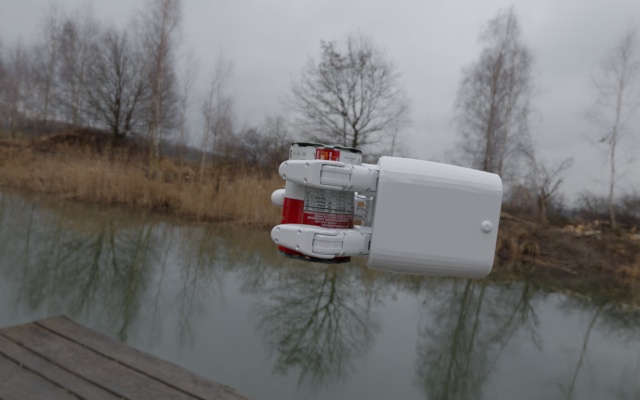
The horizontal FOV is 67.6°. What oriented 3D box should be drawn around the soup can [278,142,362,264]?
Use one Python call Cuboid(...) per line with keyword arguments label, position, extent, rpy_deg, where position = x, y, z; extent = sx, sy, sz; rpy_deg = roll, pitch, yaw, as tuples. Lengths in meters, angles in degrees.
Cuboid(label="soup can", position=(0.000, 0.001, 0.438), extent=(0.068, 0.102, 0.068), rpy_deg=(7, 3, 0))
